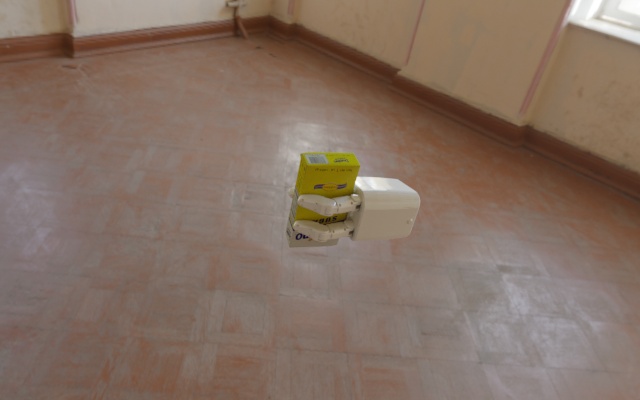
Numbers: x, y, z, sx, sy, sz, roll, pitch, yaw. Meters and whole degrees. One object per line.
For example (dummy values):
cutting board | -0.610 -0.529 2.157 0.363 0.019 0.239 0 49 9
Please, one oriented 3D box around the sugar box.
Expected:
sugar box | 0.000 0.003 0.807 0.093 0.176 0.048 -1 36 -18
